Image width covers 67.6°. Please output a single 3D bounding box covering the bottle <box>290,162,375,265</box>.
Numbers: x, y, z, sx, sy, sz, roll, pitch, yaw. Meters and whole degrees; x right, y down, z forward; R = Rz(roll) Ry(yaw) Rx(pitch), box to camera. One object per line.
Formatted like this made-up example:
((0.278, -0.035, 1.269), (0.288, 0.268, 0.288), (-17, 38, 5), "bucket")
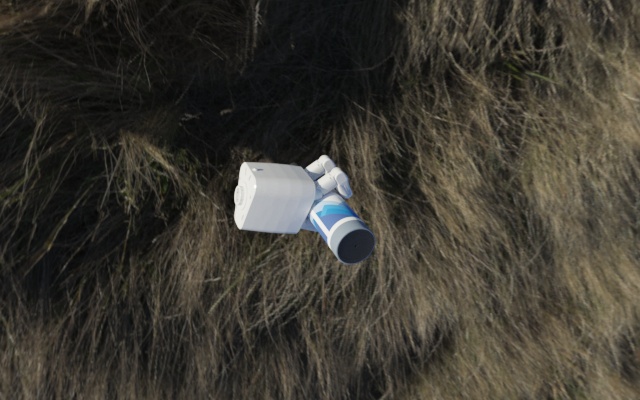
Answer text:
((0.000, 0.003, 0.843), (0.069, 0.069, 0.295), (0, 27, -24), "bottle")
